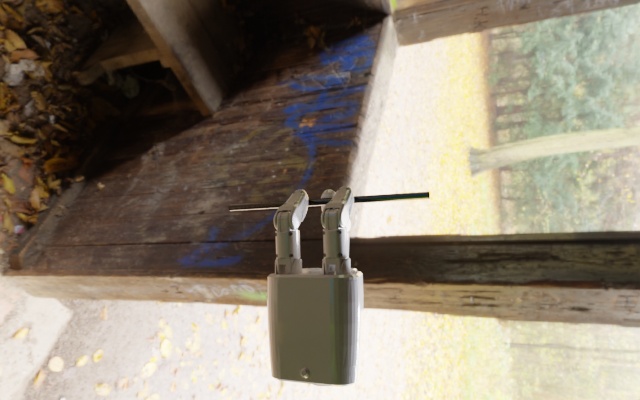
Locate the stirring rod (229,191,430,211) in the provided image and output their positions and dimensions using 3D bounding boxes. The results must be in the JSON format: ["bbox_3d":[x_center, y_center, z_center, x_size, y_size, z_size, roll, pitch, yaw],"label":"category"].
[{"bbox_3d":[0.000,0.002,0.532,0.239,0.011,0.011,-4,-2,24],"label":"stirring rod"}]
